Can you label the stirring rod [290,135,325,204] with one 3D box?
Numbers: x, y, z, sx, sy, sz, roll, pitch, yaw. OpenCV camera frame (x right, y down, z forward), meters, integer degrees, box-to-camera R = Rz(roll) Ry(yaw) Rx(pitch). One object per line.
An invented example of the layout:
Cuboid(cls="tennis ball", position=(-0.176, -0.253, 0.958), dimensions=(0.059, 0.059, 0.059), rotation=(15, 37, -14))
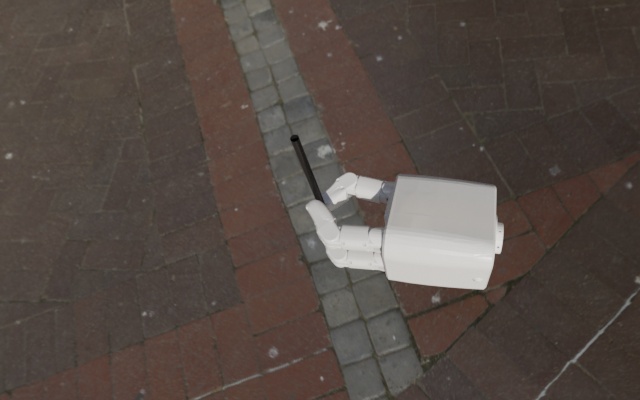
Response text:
Cuboid(cls="stirring rod", position=(0.000, 0.002, 0.527), dimensions=(0.011, 0.011, 0.240), rotation=(0, -28, 13))
